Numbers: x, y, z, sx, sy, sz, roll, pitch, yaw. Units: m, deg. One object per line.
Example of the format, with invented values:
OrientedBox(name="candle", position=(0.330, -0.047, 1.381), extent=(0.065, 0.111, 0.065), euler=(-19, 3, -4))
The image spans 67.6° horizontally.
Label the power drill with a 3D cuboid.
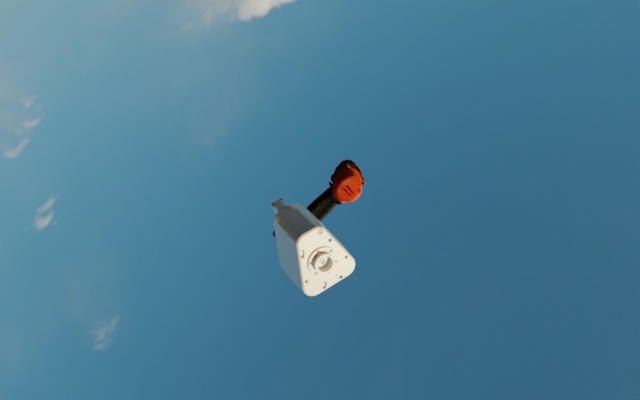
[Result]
OrientedBox(name="power drill", position=(0.000, 0.003, 0.878), extent=(0.188, 0.057, 0.184), euler=(-44, 7, 13))
